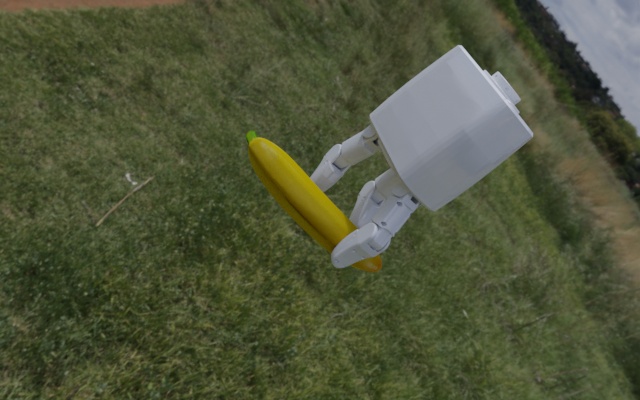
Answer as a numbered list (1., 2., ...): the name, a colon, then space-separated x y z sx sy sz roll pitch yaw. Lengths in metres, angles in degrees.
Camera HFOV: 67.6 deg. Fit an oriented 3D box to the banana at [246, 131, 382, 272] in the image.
1. banana: -0.006 0.004 0.467 0.037 0.198 0.069 -41 5 20
